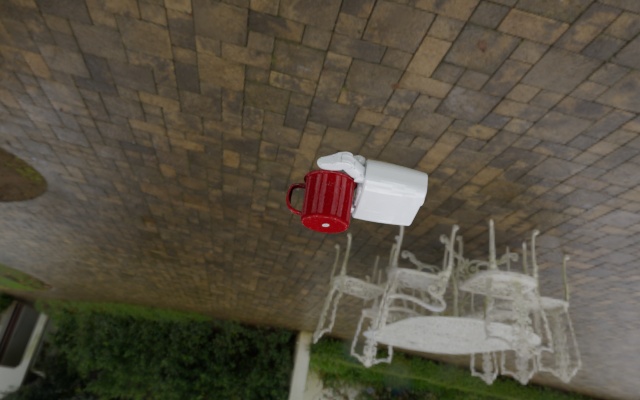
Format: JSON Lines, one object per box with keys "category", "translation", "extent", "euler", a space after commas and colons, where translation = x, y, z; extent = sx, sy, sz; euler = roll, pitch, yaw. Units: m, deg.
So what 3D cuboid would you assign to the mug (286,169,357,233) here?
{"category": "mug", "translation": [-0.001, 0.003, 0.804], "extent": [0.117, 0.081, 0.093], "euler": [9, -23, -2]}
